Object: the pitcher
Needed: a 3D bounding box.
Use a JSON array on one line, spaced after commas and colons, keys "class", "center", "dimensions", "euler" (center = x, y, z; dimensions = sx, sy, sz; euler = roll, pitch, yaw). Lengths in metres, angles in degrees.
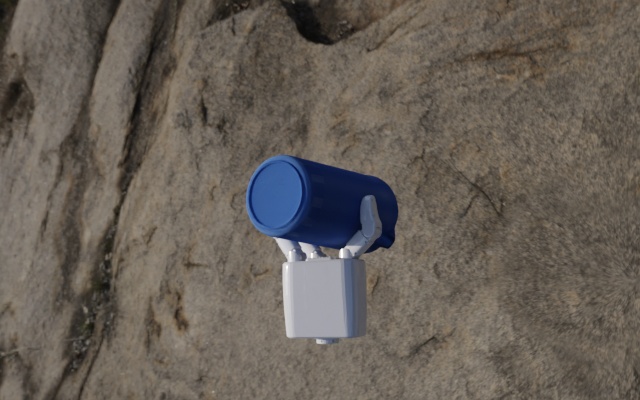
[{"class": "pitcher", "center": [0.000, 0.003, 0.710], "dimensions": [0.149, 0.145, 0.243], "euler": [-8, -12, 32]}]
